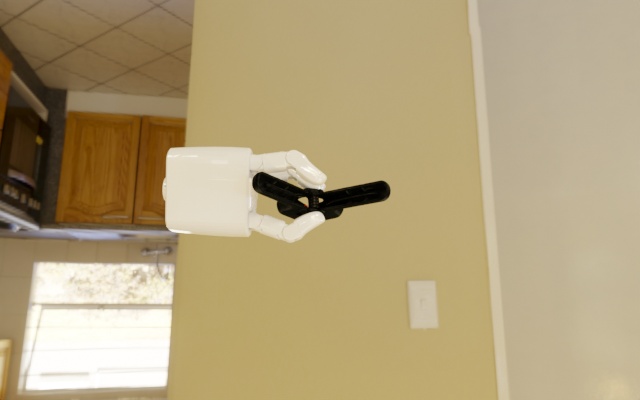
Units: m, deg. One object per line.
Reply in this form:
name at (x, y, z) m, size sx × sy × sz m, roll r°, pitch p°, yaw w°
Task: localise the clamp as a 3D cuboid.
clamp at (0.000, 0.003, 0.646) m, size 0.164 × 0.036 × 0.210 m, roll 3°, pitch -12°, yaw -1°
